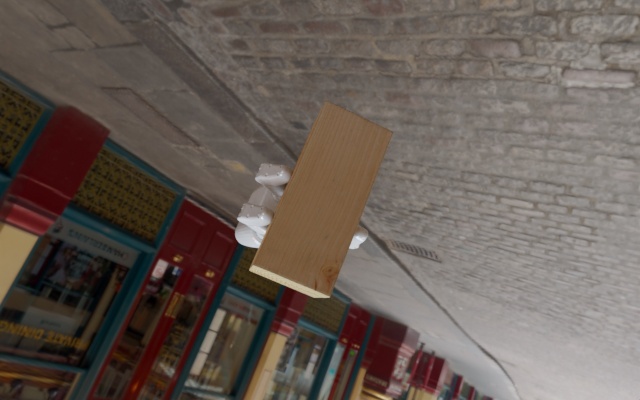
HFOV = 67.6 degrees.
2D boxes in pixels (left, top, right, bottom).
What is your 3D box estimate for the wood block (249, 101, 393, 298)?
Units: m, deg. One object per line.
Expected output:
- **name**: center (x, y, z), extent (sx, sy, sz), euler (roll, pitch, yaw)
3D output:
- **wood block**: center (0.000, 0.002, 0.568), extent (0.091, 0.206, 0.090), euler (24, -15, -6)
